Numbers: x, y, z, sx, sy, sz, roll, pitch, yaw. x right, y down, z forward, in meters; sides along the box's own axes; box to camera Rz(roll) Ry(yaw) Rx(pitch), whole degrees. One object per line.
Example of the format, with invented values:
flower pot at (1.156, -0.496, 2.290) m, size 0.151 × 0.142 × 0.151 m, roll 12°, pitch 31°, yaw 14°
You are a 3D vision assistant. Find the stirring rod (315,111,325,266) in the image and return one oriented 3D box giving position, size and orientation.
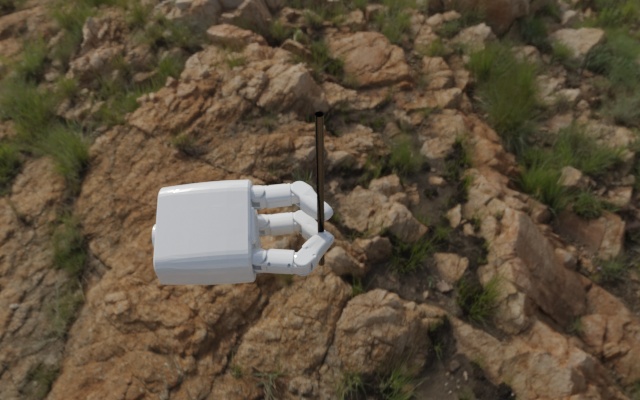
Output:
stirring rod at (0.000, 0.002, 0.513) m, size 0.011 × 0.011 × 0.240 m, roll 0°, pitch -40°, yaw 1°
